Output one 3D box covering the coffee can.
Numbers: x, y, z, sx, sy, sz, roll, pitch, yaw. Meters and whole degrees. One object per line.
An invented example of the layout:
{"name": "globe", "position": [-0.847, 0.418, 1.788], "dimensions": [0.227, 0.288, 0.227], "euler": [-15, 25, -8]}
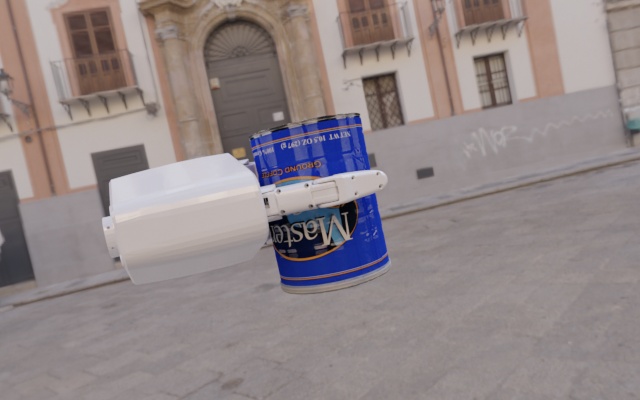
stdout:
{"name": "coffee can", "position": [0.000, 0.002, 0.432], "dimensions": [0.103, 0.140, 0.103], "euler": [-12, 4, 1]}
